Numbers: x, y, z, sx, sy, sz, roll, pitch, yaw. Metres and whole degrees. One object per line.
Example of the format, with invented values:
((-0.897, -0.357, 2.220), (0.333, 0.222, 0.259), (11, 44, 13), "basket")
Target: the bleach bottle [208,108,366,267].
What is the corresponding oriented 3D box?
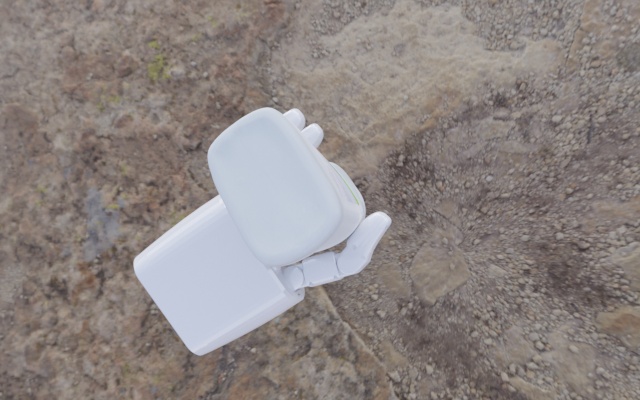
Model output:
((0.000, 0.001, 0.414), (0.068, 0.102, 0.251), (-33, -13, 10), "bleach bottle")
